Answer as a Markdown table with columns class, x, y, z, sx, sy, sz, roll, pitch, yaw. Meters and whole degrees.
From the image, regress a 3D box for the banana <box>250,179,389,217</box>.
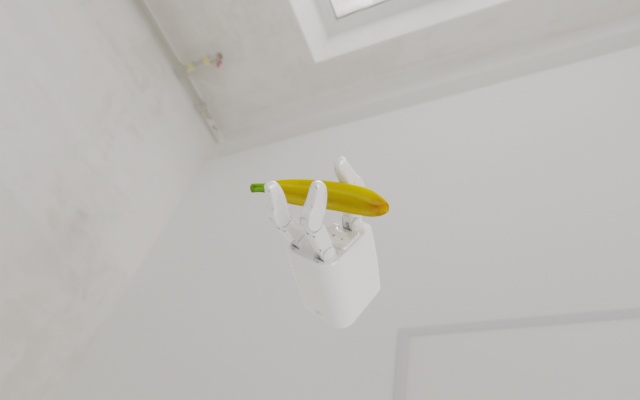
| class | x | y | z | sx | sy | sz | roll | pitch | yaw |
| --- | --- | --- | --- | --- | --- | --- | --- | --- | --- |
| banana | 0.007 | -0.003 | 0.619 | 0.198 | 0.037 | 0.069 | 7 | 18 | 30 |
